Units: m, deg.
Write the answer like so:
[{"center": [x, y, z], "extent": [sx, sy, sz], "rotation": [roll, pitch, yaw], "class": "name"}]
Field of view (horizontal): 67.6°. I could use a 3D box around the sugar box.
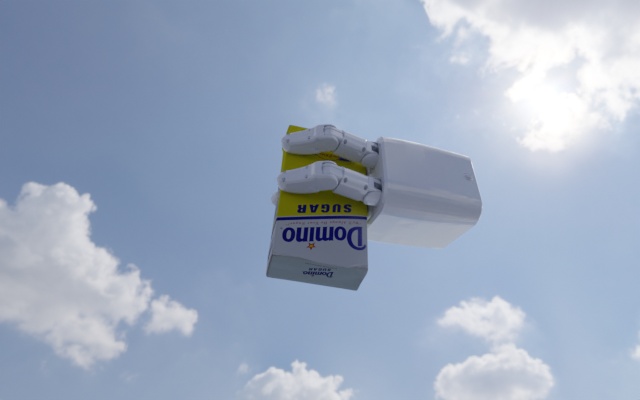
[{"center": [0.000, 0.001, 0.497], "extent": [0.093, 0.176, 0.048], "rotation": [10, -43, -9], "class": "sugar box"}]
